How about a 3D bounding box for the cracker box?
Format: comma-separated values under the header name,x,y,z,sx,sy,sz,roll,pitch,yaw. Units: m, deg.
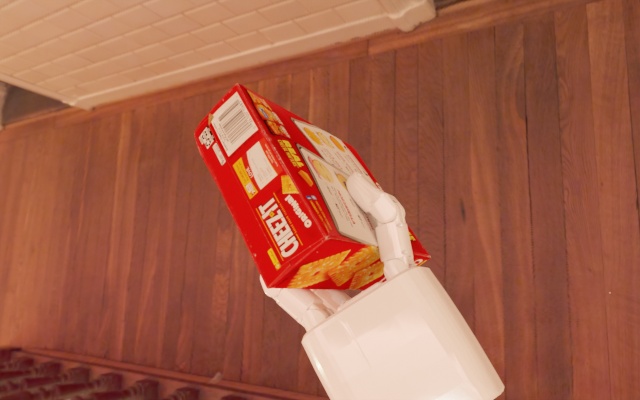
name,x,y,z,sx,sy,sz,roll,pitch,yaw
cracker box,0.000,0.001,0.455,0.072,0.164,0.214,-41,-27,18
